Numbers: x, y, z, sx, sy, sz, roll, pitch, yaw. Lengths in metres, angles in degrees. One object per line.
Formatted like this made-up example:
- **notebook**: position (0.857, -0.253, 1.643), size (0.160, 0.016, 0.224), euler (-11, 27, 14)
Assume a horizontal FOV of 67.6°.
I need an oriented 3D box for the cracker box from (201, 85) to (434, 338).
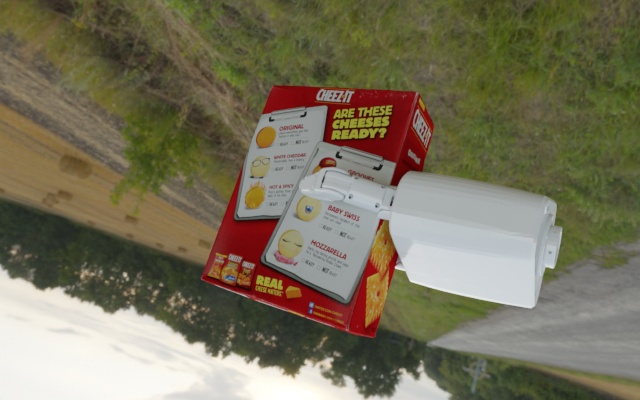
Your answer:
- **cracker box**: position (0.000, 0.002, 0.460), size (0.164, 0.213, 0.072), euler (11, -14, 30)
